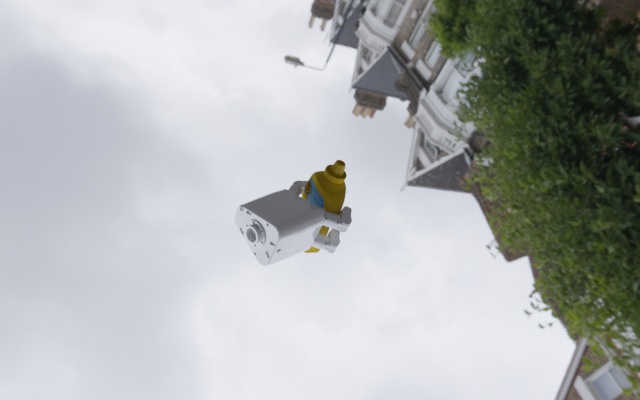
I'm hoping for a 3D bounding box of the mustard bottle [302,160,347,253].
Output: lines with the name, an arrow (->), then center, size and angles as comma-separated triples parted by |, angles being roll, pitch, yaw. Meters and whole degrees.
mustard bottle -> 0.000, 0.003, 0.891 | 0.058, 0.192, 0.096 | 3, 42, -30
